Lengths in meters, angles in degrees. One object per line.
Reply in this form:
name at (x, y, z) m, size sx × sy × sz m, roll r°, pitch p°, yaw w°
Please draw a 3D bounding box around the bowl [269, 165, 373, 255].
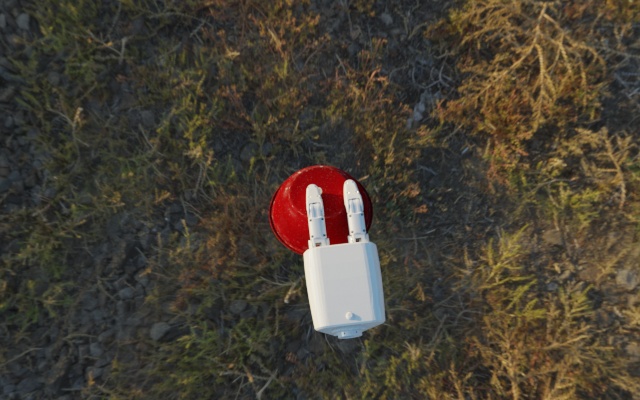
bowl at (0.000, 0.001, 0.719) m, size 0.162 × 0.162 × 0.055 m, roll 0°, pitch -32°, yaw 2°
